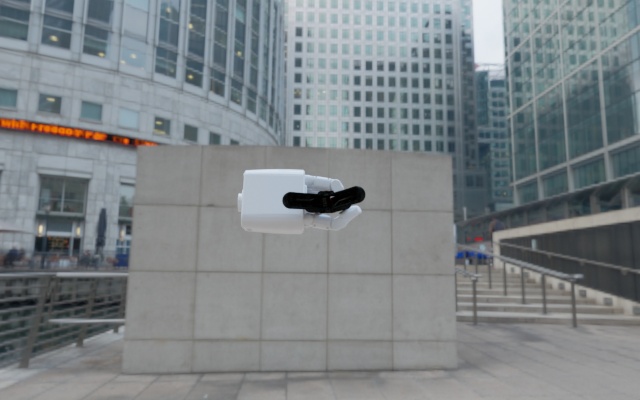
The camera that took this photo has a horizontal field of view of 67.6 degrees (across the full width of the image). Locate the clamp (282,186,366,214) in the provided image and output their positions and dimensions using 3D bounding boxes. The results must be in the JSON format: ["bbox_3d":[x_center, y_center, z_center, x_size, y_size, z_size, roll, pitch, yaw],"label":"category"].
[{"bbox_3d":[0.000,0.002,0.759,0.120,0.039,0.171,2,-8,-4],"label":"clamp"}]
